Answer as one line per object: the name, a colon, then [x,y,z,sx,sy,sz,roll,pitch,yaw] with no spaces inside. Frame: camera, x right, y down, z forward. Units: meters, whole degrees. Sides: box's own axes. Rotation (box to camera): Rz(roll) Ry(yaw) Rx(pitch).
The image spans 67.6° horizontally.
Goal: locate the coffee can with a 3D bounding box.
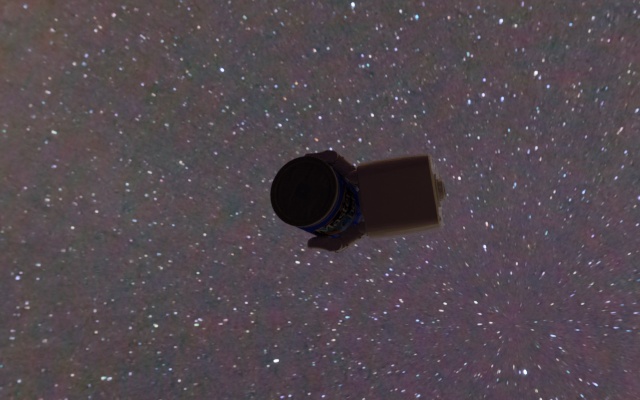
coffee can: [0.000,0.002,0.731,0.103,0.102,0.140,0,-14,22]
